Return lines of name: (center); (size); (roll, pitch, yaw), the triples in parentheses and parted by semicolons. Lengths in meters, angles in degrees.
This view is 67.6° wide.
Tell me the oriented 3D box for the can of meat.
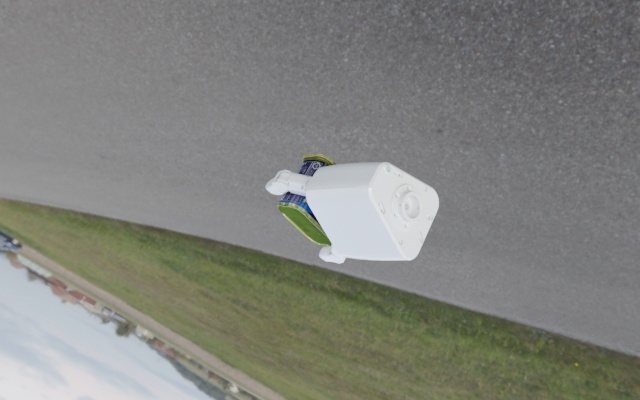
can of meat: (0.000, 0.002, 0.645); (0.057, 0.084, 0.102); (1, -36, 48)
